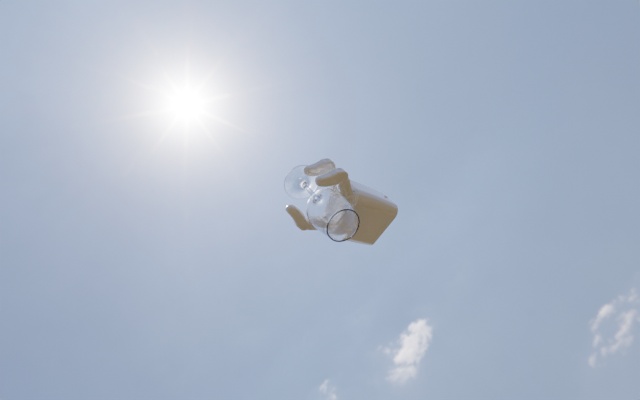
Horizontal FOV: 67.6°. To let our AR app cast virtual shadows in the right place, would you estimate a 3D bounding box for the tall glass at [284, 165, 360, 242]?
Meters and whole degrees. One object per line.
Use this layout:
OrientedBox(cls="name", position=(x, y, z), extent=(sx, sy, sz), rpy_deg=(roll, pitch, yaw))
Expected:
OrientedBox(cls="tall glass", position=(0.000, 0.003, 0.882), extent=(0.079, 0.079, 0.201), rpy_deg=(0, 24, -25))
